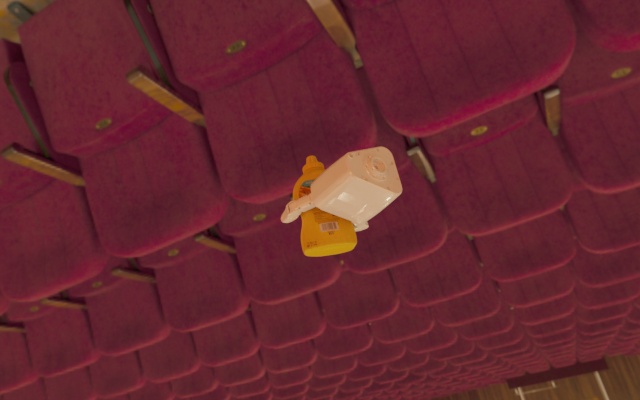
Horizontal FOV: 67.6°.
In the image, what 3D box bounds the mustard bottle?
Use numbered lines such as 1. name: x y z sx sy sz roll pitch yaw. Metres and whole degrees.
1. mustard bottle: 0.000 0.003 0.871 0.096 0.191 0.058 -7 -25 -11
